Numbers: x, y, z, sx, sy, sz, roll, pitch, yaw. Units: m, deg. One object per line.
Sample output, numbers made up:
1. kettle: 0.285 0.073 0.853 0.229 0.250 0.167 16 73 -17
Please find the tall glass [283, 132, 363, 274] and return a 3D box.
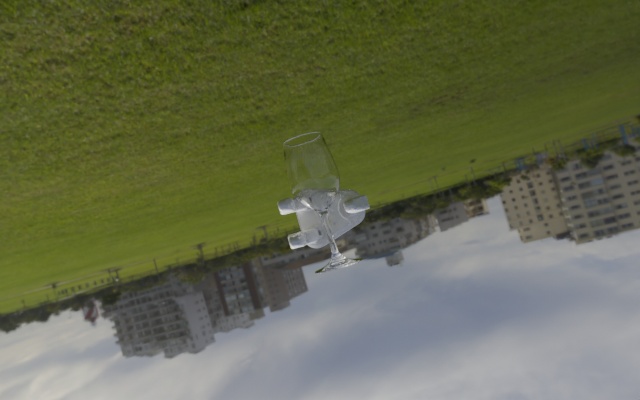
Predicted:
1. tall glass: 0.000 0.003 0.715 0.079 0.201 0.079 -16 -3 -1
